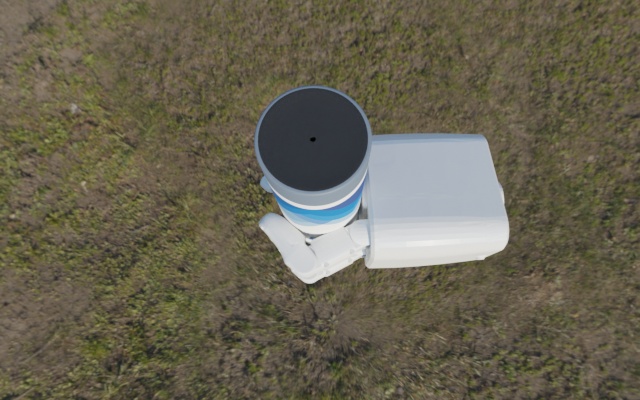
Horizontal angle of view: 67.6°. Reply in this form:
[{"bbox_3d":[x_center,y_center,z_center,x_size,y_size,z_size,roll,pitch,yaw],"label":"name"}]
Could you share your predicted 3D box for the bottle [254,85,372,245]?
[{"bbox_3d":[0.000,0.001,0.409,0.069,0.069,0.296,0,-14,2],"label":"bottle"}]
